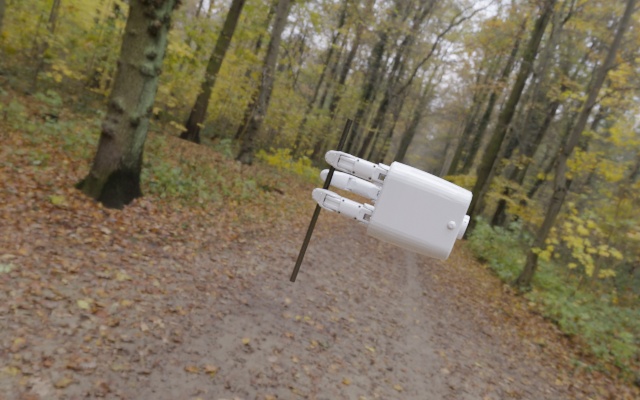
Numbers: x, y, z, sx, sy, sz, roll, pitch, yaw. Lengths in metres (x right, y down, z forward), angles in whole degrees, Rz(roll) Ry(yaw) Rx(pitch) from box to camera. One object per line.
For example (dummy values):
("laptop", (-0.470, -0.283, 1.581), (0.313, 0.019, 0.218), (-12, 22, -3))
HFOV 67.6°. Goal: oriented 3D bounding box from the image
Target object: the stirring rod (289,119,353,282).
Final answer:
("stirring rod", (0.000, 0.002, 0.665), (0.011, 0.239, 0.011), (20, 6, -2))
